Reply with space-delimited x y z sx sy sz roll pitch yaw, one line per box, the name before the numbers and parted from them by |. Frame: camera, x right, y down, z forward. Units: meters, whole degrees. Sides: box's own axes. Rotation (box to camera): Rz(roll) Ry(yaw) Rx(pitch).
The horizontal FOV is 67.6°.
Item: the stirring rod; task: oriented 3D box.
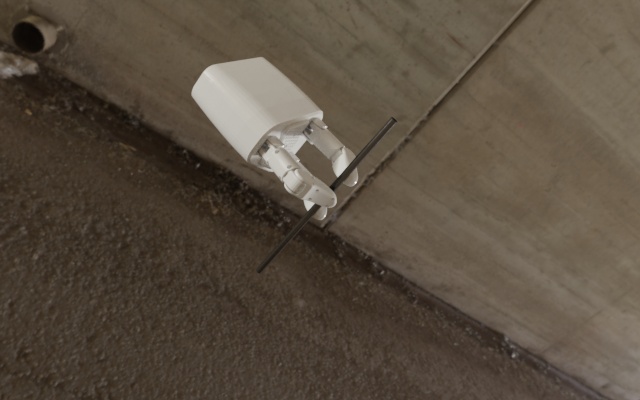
stirring rod | 0.000 0.002 0.525 0.239 0.011 0.011 -48 -23 23
